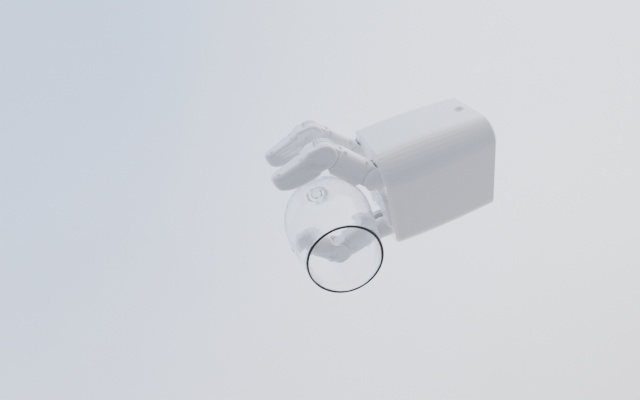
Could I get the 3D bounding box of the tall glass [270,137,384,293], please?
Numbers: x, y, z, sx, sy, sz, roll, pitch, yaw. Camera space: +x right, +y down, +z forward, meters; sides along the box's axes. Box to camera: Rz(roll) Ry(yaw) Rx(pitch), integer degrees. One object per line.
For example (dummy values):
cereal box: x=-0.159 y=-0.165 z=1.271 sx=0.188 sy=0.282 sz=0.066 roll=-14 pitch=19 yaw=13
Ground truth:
tall glass: x=0.000 y=0.001 z=0.452 sx=0.079 sy=0.079 sz=0.201 roll=0 pitch=27 yaw=-12
